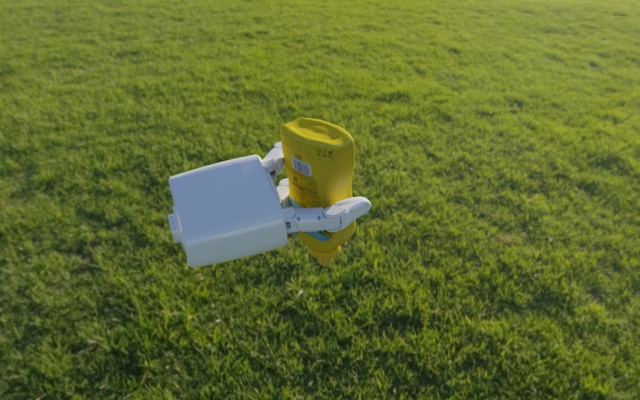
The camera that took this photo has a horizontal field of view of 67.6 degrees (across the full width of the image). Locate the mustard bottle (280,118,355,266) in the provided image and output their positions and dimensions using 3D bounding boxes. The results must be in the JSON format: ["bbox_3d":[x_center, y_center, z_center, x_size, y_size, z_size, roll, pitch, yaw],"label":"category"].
[{"bbox_3d":[0.000,0.002,0.582,0.058,0.192,0.096,-30,41,-35],"label":"mustard bottle"}]
